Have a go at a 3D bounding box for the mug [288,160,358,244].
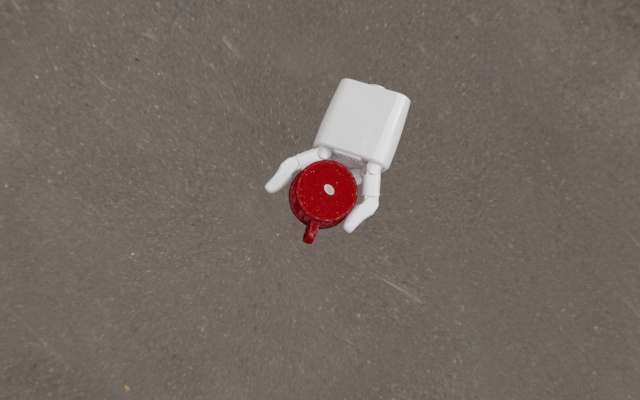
[{"bbox_3d":[0.000,0.003,0.641,0.093,0.117,0.081,22,-7,-3],"label":"mug"}]
